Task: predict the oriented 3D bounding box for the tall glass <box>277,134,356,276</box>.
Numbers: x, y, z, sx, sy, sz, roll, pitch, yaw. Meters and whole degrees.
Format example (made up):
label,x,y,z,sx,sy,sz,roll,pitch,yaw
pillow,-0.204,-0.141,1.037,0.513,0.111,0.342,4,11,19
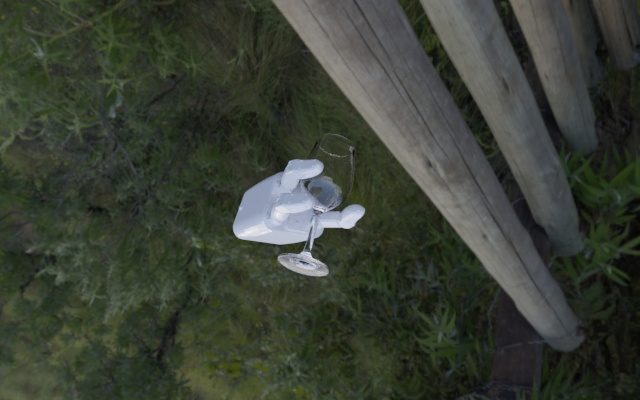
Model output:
label,x,y,z,sx,sy,sz,roll,pitch,yaw
tall glass,0.000,0.003,0.691,0.079,0.201,0.079,13,-25,6
